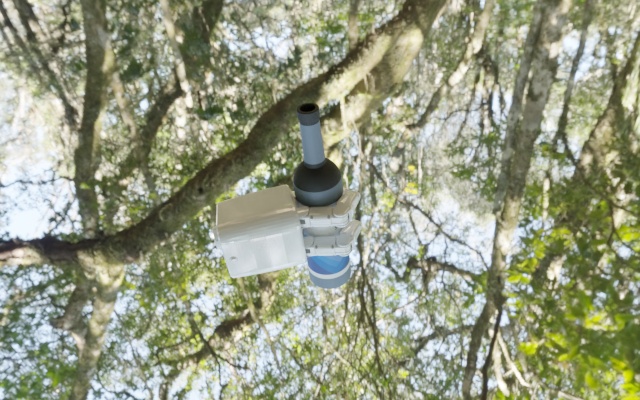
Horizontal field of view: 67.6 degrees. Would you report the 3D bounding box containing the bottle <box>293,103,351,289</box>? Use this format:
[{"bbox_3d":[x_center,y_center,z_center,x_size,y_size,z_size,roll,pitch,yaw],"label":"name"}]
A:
[{"bbox_3d":[0.000,0.002,0.663,0.069,0.296,0.069,-5,40,4],"label":"bottle"}]
